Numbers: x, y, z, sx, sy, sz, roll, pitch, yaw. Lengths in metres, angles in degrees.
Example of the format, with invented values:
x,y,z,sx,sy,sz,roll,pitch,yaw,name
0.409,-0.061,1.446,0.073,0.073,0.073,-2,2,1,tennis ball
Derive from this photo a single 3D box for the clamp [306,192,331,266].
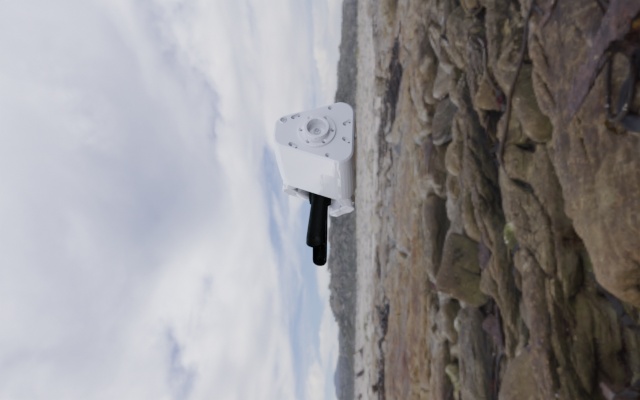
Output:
x,y,z,sx,sy,sz,roll,pitch,yaw,name
-0.001,0.002,0.791,0.036,0.210,0.165,3,-24,3,clamp
